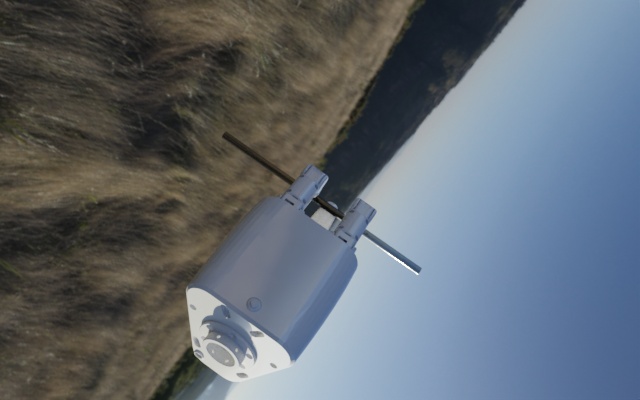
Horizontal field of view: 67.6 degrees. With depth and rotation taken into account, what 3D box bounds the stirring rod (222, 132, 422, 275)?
[{"bbox_3d":[0.000,0.002,0.481,0.239,0.011,0.011,35,2,3],"label":"stirring rod"}]
